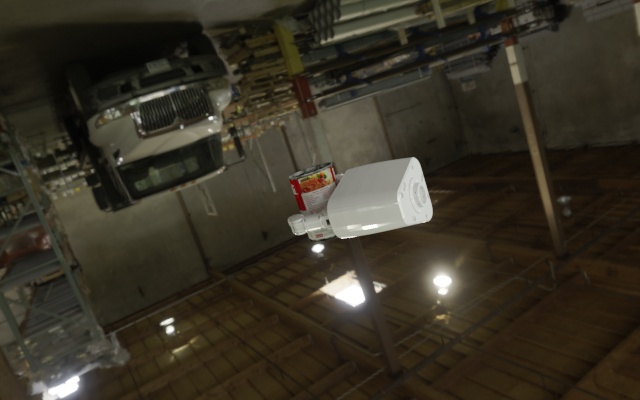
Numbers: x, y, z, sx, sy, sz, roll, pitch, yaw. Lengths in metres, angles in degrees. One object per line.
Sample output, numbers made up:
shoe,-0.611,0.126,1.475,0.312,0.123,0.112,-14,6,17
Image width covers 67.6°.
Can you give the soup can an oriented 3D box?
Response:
soup can,0.000,0.003,0.710,0.068,0.102,0.068,-18,11,4
